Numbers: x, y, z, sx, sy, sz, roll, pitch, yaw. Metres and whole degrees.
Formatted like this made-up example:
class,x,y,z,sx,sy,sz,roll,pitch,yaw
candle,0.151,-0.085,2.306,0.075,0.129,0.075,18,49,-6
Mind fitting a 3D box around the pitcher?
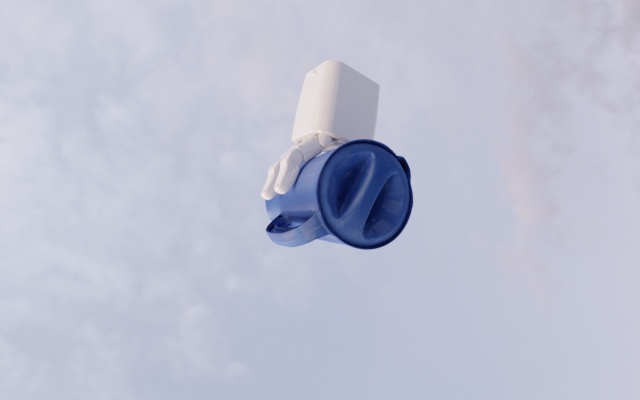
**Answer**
class,x,y,z,sx,sy,sz,roll,pitch,yaw
pitcher,0.000,0.002,0.668,0.149,0.145,0.243,14,-9,-24
